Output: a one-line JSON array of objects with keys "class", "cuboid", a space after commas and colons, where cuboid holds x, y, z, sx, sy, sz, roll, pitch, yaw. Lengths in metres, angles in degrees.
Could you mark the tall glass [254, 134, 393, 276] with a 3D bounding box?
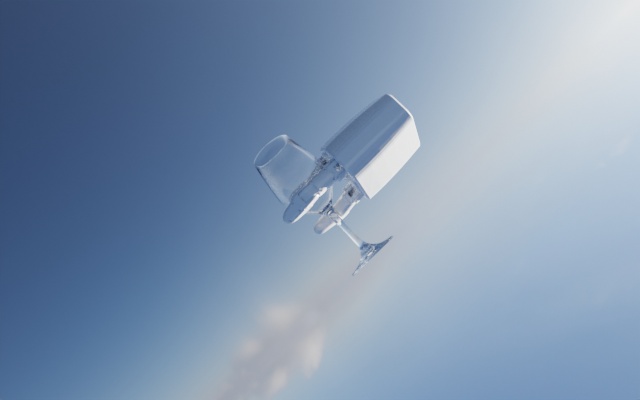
[{"class": "tall glass", "cuboid": [0.000, 0.003, 0.636, 0.079, 0.201, 0.079, -43, -9, -9]}]
